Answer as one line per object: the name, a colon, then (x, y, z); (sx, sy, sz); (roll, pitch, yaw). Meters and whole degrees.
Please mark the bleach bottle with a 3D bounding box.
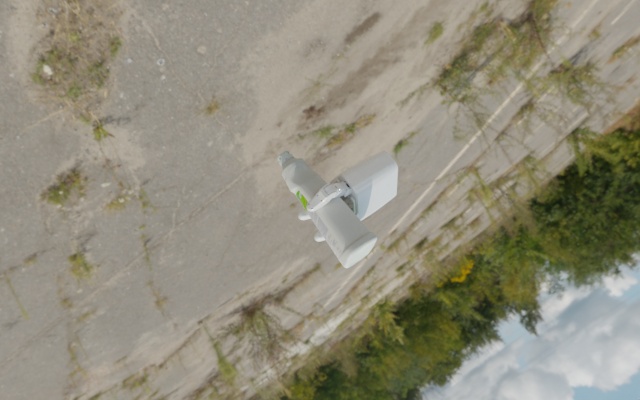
bleach bottle: (0.000, 0.003, 0.895); (0.068, 0.250, 0.103); (-31, -19, -19)
